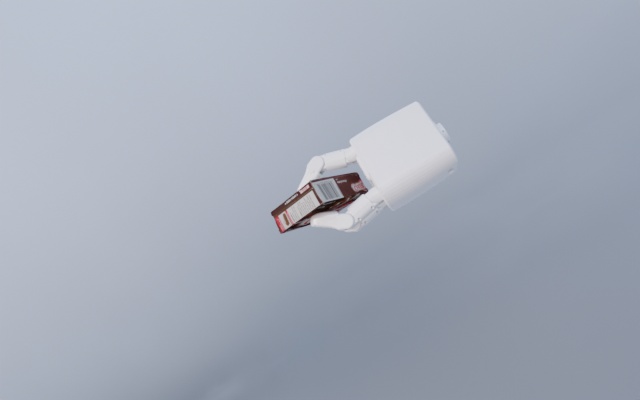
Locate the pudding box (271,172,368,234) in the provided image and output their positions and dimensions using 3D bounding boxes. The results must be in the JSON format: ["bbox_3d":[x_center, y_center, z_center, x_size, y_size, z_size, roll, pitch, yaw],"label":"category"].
[{"bbox_3d":[0.000,0.002,0.665,0.090,0.039,0.113,-37,-16,36],"label":"pudding box"}]
